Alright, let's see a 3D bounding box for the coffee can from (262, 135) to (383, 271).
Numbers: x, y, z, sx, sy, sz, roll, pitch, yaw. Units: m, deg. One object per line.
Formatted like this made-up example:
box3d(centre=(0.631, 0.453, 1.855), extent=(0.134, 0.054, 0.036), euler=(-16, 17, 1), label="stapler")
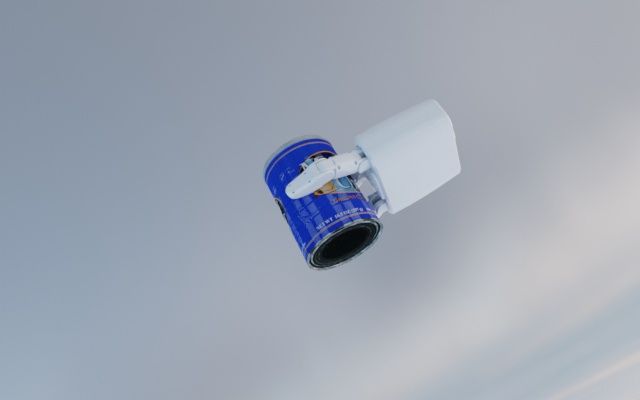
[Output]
box3d(centre=(0.000, 0.002, 0.604), extent=(0.103, 0.140, 0.103), euler=(-23, -29, -13), label="coffee can")
